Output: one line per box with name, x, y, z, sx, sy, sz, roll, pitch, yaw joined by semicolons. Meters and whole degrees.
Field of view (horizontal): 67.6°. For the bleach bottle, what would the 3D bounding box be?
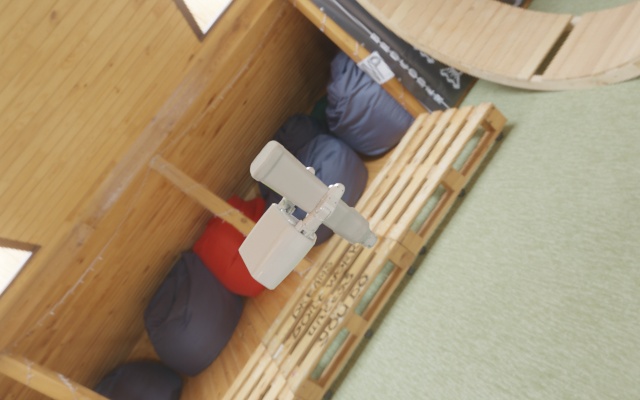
bleach bottle;0.000;0.003;0.803;0.251;0.068;0.102;38;4;-17
